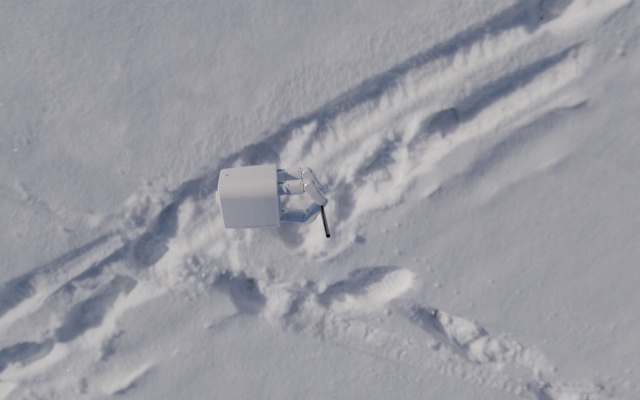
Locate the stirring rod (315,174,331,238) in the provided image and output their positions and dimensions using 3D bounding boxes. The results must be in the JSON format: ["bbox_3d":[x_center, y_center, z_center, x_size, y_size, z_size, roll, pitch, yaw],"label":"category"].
[{"bbox_3d":[0.000,0.003,0.893,0.011,0.011,0.239,0,28,-7],"label":"stirring rod"}]
